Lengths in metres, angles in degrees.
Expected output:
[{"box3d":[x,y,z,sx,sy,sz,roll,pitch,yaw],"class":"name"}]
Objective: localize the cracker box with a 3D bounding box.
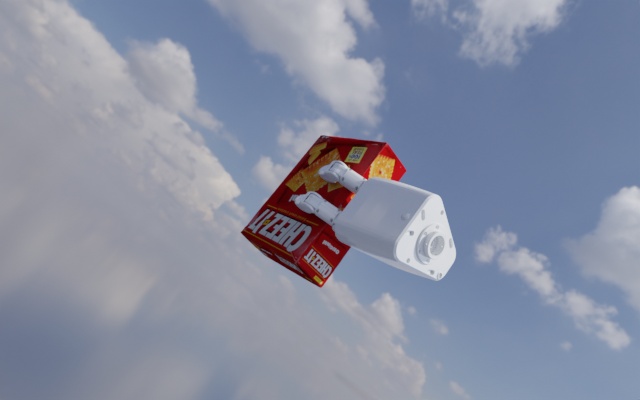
[{"box3d":[0.000,0.002,0.714,0.164,0.213,0.072,18,-25,53],"class":"cracker box"}]
